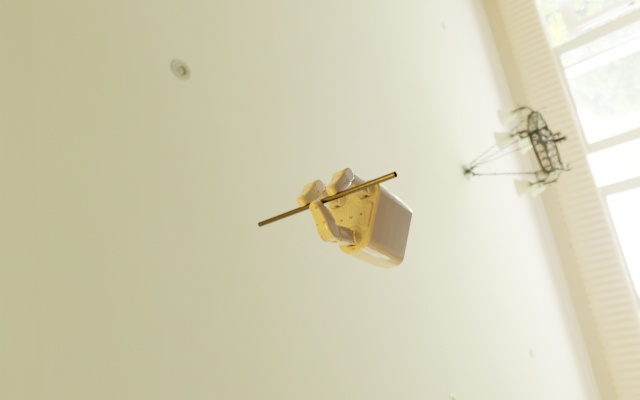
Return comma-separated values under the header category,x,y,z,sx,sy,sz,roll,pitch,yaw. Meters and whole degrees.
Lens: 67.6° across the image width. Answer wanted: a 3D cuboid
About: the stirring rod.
category,x,y,z,sx,sy,sz,roll,pitch,yaw
stirring rod,0.000,0.002,0.656,0.239,0.011,0.011,-20,-12,35
